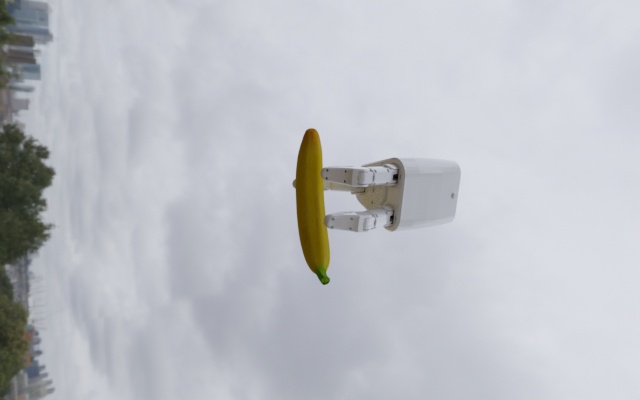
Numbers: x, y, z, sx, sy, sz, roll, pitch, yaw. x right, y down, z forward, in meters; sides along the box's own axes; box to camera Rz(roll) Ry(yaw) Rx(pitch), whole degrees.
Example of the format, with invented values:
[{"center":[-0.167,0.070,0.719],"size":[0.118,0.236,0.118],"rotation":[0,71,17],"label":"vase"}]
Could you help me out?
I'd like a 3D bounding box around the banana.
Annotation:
[{"center":[-0.007,0.009,0.618],"size":[0.037,0.197,0.069],"rotation":[-2,-10,-25],"label":"banana"}]
